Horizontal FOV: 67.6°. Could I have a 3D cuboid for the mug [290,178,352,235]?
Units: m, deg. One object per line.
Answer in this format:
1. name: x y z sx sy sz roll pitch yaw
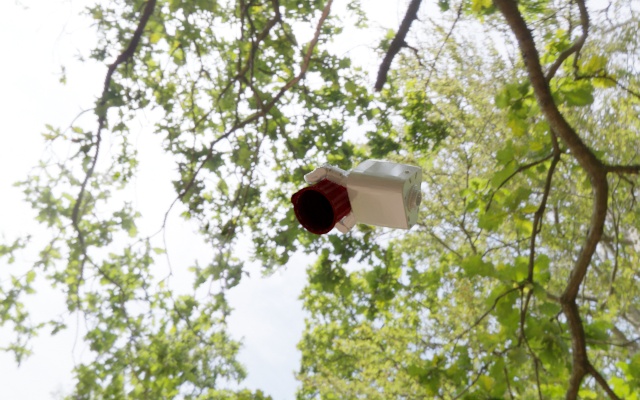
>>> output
1. mug: -0.001 0.003 0.888 0.117 0.093 0.081 12 27 31
